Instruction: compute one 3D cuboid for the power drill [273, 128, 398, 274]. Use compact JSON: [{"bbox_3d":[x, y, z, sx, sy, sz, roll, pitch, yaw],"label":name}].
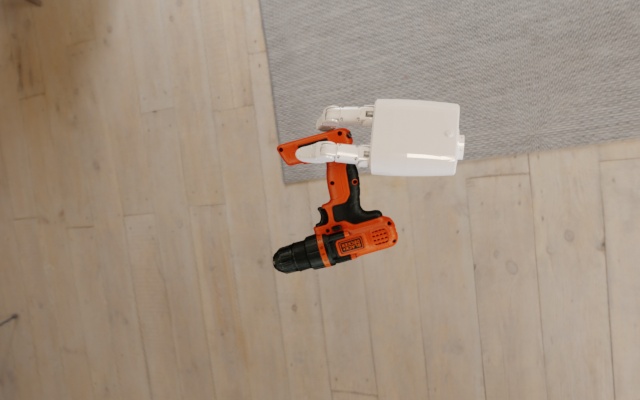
[{"bbox_3d":[0.000,0.002,0.678,0.184,0.188,0.057,-16,8,5],"label":"power drill"}]
